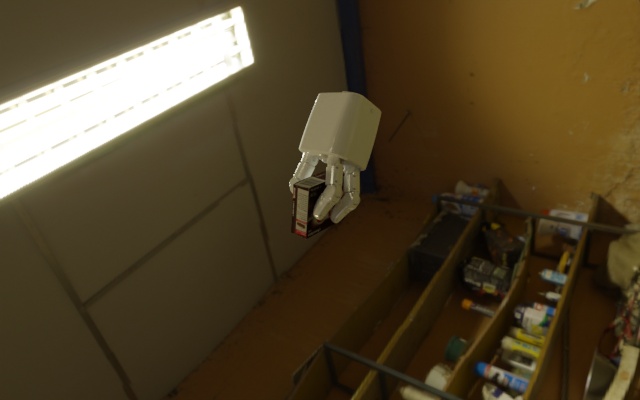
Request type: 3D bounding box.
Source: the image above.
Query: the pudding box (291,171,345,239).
[{"bbox_3d":[0.000,0.003,0.797,0.039,0.090,0.113,20,27,35],"label":"pudding box"}]
